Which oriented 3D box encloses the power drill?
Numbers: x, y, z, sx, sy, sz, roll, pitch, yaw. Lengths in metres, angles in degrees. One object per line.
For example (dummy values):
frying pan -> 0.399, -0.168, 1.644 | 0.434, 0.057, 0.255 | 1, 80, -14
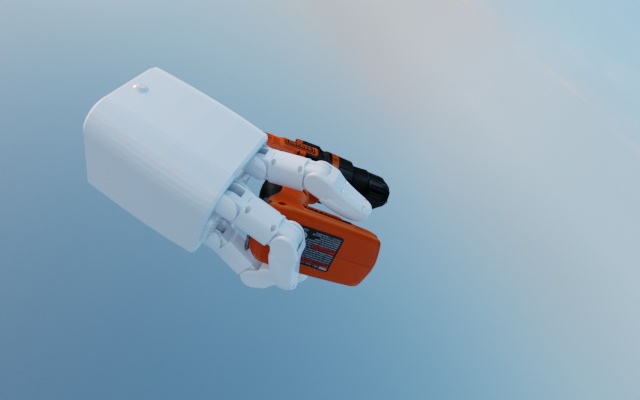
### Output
power drill -> 0.000, 0.002, 0.464 | 0.184, 0.057, 0.187 | 17, 23, -16
